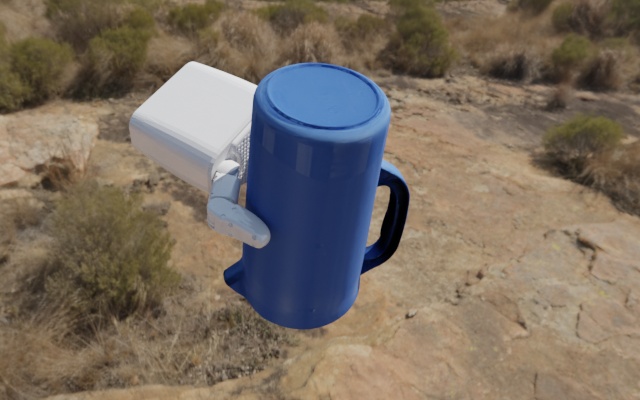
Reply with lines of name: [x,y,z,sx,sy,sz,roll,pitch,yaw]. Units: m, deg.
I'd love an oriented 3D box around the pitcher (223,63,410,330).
pitcher: [0.000,0.001,0.451,0.145,0.243,0.149,27,48,17]
